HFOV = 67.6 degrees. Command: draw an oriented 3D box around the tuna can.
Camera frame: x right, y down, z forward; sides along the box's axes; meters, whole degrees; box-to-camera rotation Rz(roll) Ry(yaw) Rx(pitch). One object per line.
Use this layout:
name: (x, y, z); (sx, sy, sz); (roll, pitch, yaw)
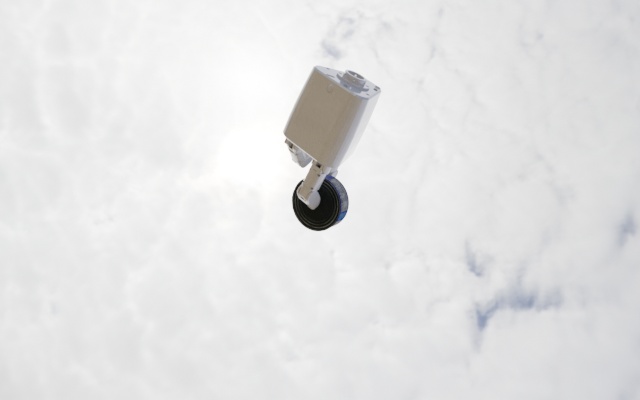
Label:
tuna can: (0.000, 0.002, 0.736); (0.086, 0.086, 0.033); (0, 10, 31)
